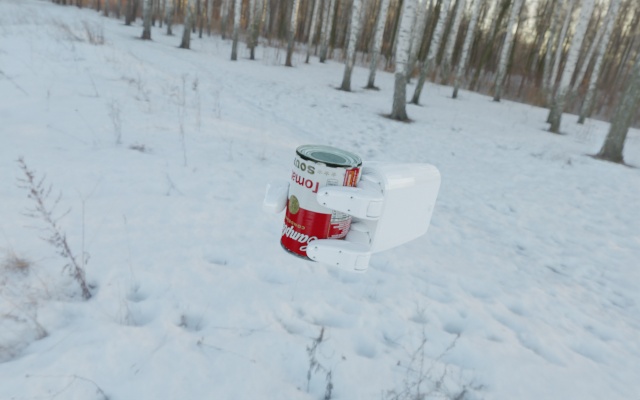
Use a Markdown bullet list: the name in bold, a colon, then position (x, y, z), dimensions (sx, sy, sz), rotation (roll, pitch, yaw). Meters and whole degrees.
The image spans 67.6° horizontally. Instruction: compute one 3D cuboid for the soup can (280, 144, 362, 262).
- **soup can**: position (0.000, 0.001, 0.481), dimensions (0.068, 0.102, 0.068), rotation (10, 20, -4)
